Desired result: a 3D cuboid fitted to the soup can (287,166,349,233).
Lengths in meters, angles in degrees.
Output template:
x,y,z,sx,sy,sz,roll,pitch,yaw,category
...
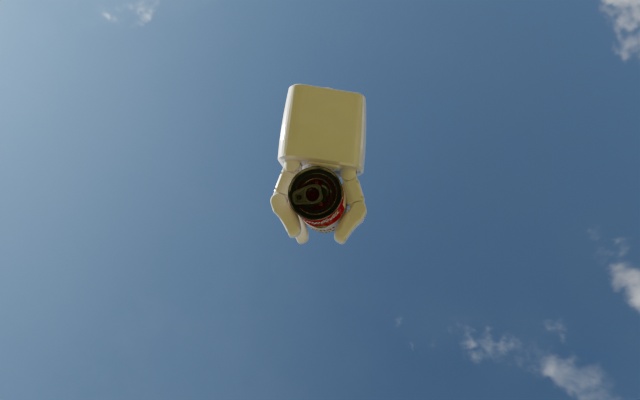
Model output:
x,y,z,sx,sy,sz,roll,pitch,yaw,category
0.000,0.003,0.624,0.068,0.068,0.102,0,-13,8,soup can
